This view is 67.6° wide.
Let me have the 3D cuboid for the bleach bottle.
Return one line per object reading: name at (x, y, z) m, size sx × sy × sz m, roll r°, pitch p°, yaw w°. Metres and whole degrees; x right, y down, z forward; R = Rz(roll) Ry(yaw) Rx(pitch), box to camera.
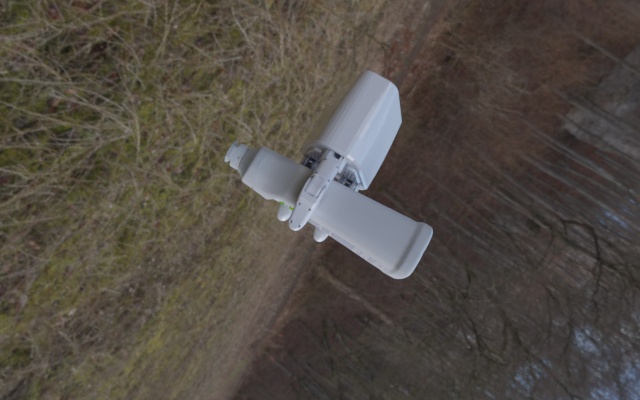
bleach bottle at (0.000, 0.002, 0.563) m, size 0.251 × 0.068 × 0.102 m, roll 30°, pitch -10°, yaw 3°
